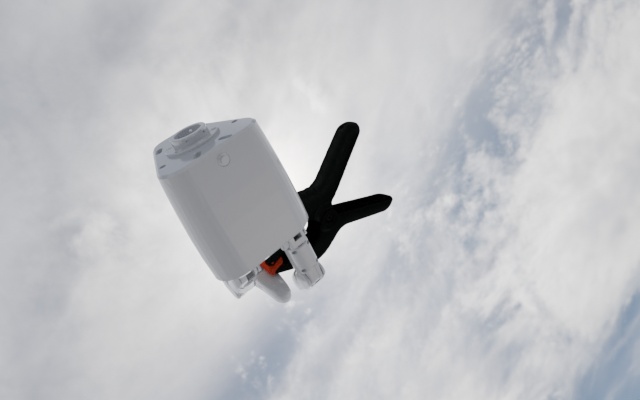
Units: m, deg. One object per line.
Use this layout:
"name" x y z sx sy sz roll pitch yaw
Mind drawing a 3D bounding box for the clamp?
"clamp" 0.000 0.002 0.492 0.171 0.120 0.039 -38 30 -24
